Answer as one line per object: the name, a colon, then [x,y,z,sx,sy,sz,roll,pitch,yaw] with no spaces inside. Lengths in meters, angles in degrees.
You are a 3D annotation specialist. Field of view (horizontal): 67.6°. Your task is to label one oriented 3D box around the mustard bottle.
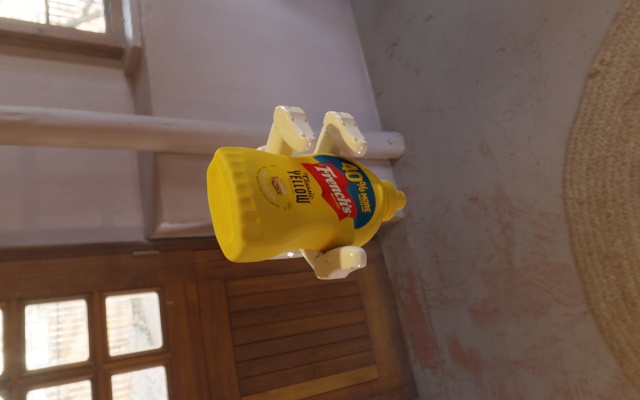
mustard bottle: [0.000,0.001,0.433,0.191,0.096,0.058,-1,-33,-32]
